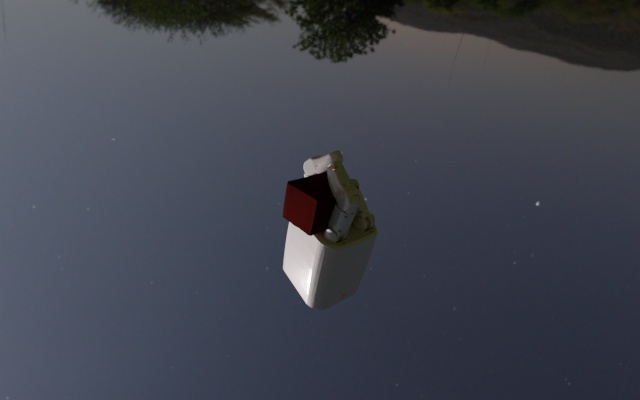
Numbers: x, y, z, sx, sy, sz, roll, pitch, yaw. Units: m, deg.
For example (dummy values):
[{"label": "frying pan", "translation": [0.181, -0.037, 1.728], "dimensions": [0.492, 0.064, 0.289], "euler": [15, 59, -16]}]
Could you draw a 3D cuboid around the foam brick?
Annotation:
[{"label": "foam brick", "translation": [0.000, 0.002, 0.590], "dimensions": [0.053, 0.051, 0.078], "euler": [33, 34, 34]}]
